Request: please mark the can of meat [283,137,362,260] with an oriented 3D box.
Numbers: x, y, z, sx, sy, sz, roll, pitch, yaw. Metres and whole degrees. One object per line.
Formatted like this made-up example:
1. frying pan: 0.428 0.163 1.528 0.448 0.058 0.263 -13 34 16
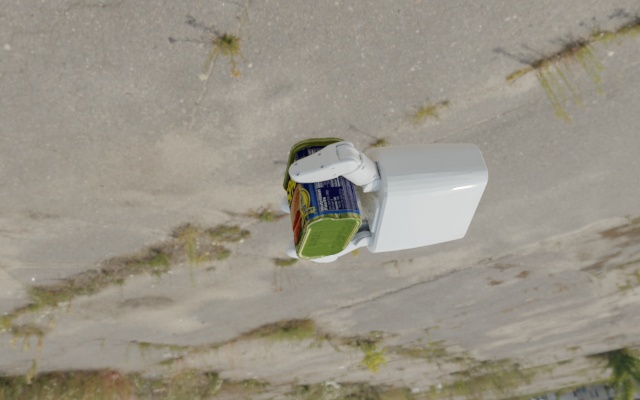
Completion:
1. can of meat: 0.000 0.002 0.470 0.057 0.084 0.102 -4 -27 -14
